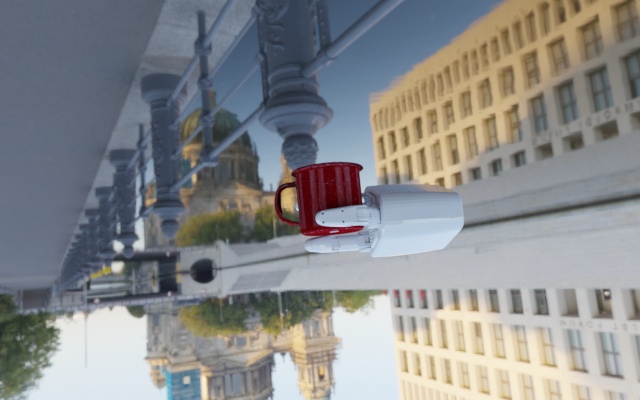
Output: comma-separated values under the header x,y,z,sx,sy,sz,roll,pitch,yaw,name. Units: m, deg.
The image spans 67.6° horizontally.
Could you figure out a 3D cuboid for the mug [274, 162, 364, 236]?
x,y,z,sx,sy,sz,roll,pitch,yaw,name
-0.001,0.002,0.606,0.117,0.081,0.093,-4,-9,-4,mug
